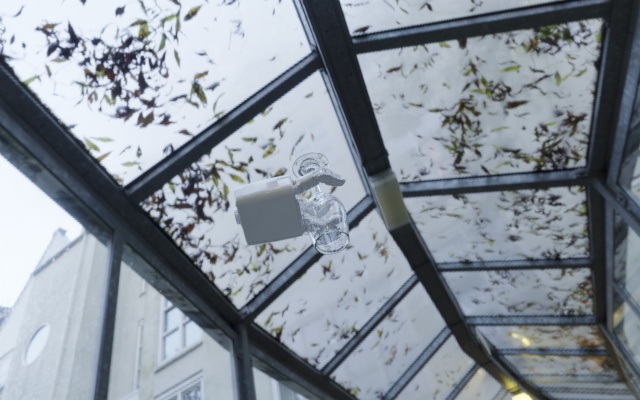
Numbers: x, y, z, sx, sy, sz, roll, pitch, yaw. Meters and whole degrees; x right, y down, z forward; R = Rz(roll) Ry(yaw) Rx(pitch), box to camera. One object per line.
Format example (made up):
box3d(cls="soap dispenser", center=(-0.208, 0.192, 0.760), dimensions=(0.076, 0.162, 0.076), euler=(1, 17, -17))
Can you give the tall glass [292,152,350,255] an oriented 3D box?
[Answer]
box3d(cls="tall glass", center=(0.000, 0.002, 0.877), dimensions=(0.079, 0.200, 0.079), euler=(-9, -44, -8))
